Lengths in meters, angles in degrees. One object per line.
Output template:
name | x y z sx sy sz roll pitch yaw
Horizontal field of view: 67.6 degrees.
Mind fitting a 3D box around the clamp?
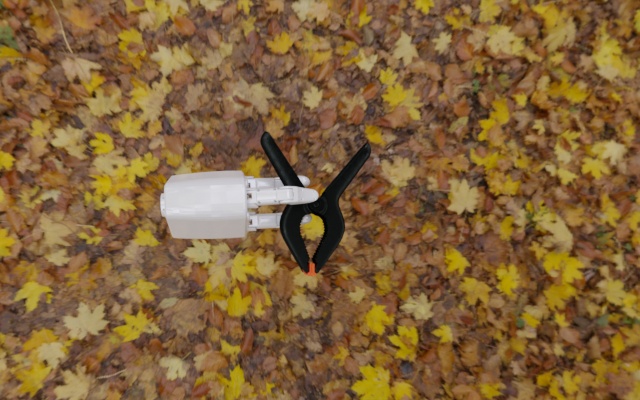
clamp | 0.000 0.003 0.690 0.164 0.210 0.036 -2 -6 -12
